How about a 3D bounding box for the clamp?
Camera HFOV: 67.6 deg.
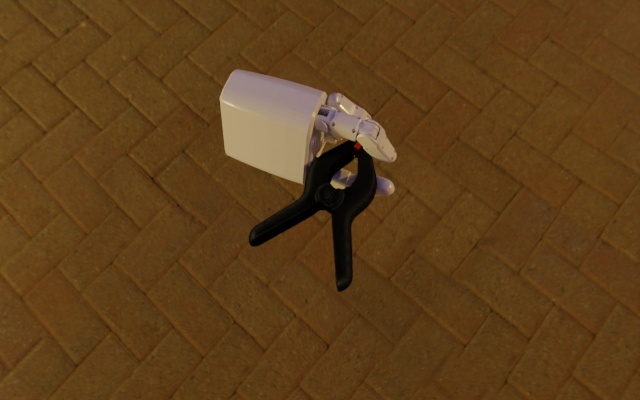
[{"bbox_3d":[0.000,0.001,0.519,0.120,0.171,0.039,19,-20,8],"label":"clamp"}]
